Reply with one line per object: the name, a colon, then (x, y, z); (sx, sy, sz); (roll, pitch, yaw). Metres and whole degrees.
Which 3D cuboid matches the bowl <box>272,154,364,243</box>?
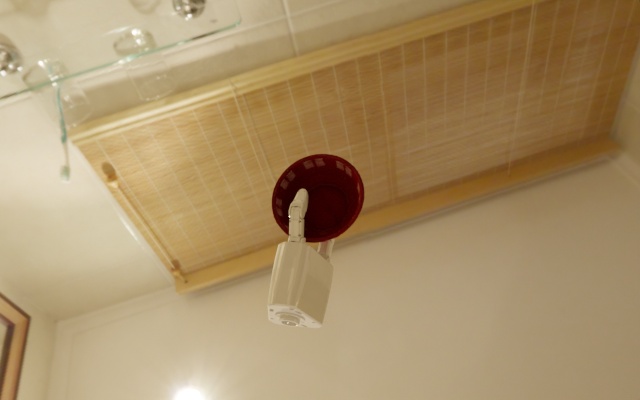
bowl: (0.001, 0.002, 0.825); (0.162, 0.162, 0.055); (0, -21, 15)
